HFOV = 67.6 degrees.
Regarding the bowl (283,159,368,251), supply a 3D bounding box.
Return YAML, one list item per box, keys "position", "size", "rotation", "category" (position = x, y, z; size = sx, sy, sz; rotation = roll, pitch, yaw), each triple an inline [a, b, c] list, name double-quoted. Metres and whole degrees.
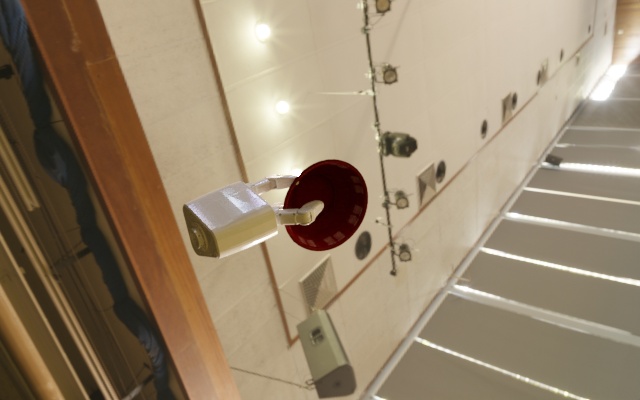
- position: [0.001, 0.002, 0.817]
  size: [0.162, 0.162, 0.055]
  rotation: [0, 17, -28]
  category: "bowl"
